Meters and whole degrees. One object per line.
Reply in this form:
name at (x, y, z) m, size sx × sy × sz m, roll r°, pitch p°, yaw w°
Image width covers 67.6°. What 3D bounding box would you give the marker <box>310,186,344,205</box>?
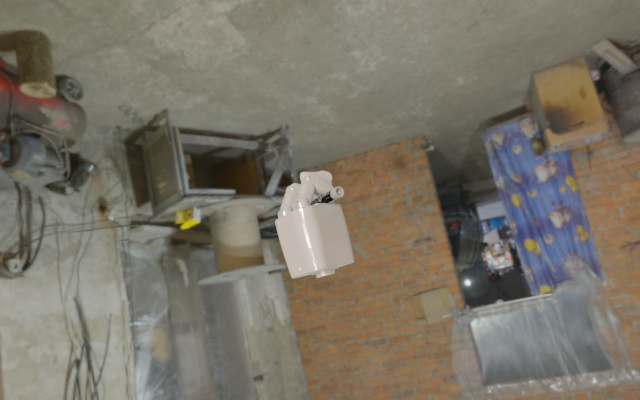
marker at (0.000, 0.003, 0.827) m, size 0.020 × 0.020 × 0.121 m, roll 0°, pitch -16°, yaw -33°
